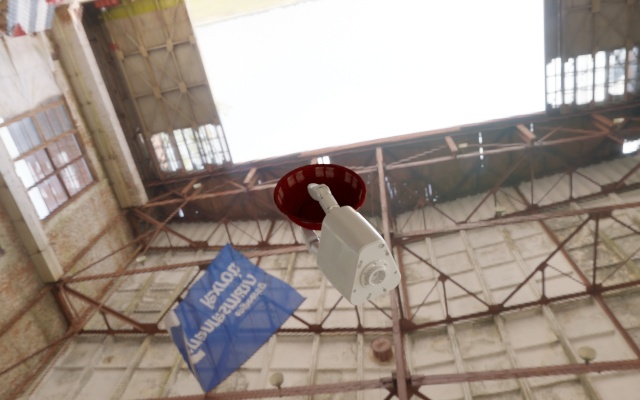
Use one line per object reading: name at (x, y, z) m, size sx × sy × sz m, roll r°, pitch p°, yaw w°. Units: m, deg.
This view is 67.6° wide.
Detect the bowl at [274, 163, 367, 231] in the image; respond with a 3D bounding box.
bowl at (0.000, 0.002, 0.845) m, size 0.162 × 0.055 × 0.162 m, roll -2°, pitch 41°, yaw 2°
